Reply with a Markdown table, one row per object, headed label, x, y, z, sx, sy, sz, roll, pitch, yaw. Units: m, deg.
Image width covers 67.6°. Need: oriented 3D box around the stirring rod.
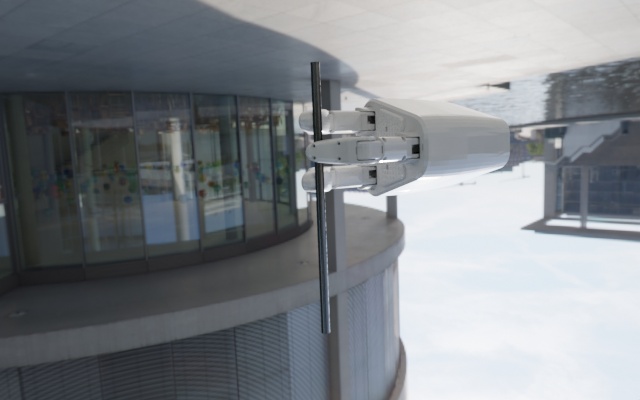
| label | x | y | z | sx | sy | sz | roll | pitch | yaw |
| --- | --- | --- | --- | --- | --- | --- | --- | --- | --- |
| stirring rod | 0.000 | 0.001 | 0.423 | 0.011 | 0.239 | 0.011 | -2 | 7 | 0 |
